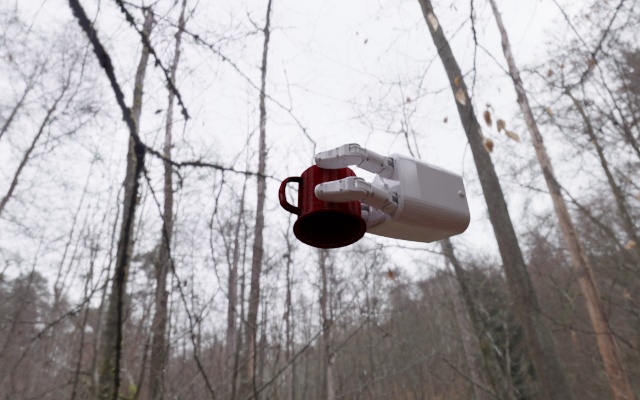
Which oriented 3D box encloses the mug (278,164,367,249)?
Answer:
[{"bbox_3d":[-0.001,0.002,0.613,0.117,0.081,0.093,15,-39,-21],"label":"mug"}]
